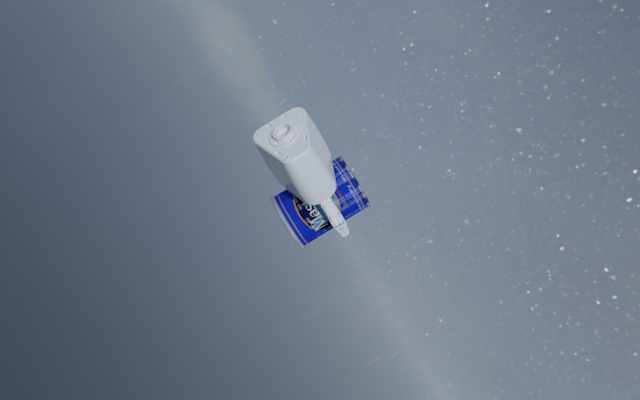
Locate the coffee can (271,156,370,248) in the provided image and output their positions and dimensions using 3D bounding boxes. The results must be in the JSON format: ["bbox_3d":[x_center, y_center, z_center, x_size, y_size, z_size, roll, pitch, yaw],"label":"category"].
[{"bbox_3d":[0.000,0.003,0.829,0.140,0.103,0.103,-32,0,0],"label":"coffee can"}]
